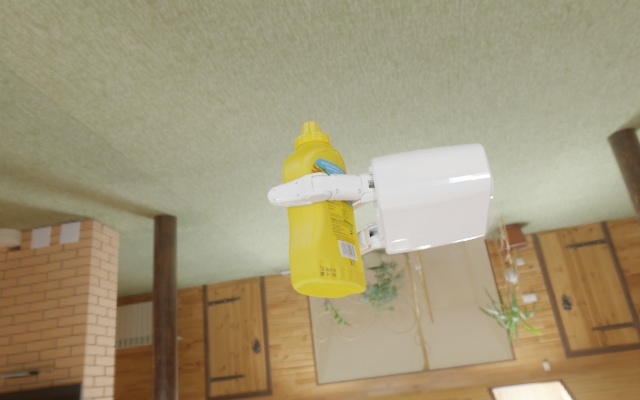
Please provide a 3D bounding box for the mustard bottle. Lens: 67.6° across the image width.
[{"bbox_3d":[0.000,0.002,0.505,0.058,0.191,0.096,-20,-25,30],"label":"mustard bottle"}]
